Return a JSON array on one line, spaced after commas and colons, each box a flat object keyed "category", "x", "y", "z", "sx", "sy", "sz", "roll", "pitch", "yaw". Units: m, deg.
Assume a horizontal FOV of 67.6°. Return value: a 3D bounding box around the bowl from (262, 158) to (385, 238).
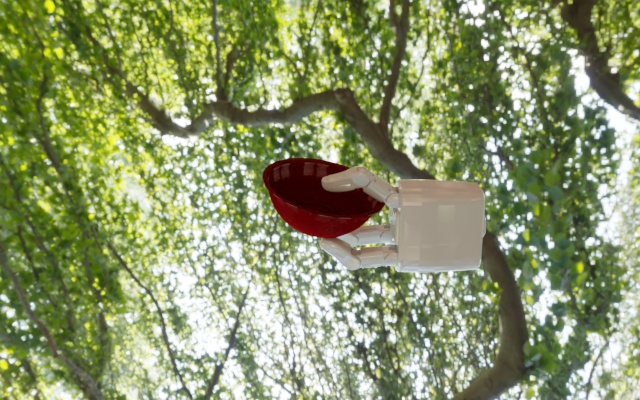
[{"category": "bowl", "x": -0.001, "y": 0.002, "z": 0.625, "sx": 0.162, "sy": 0.055, "sz": 0.162, "roll": 11, "pitch": 27, "yaw": -6}]
